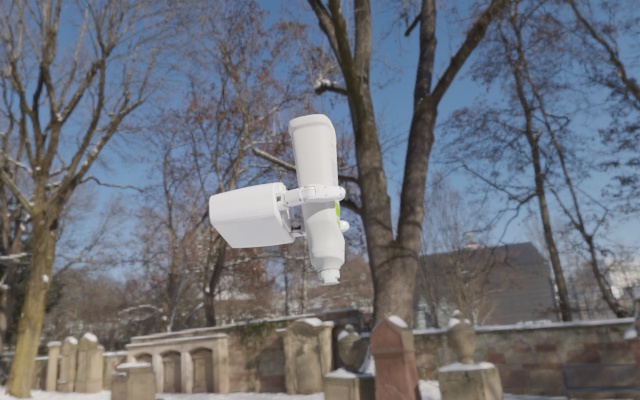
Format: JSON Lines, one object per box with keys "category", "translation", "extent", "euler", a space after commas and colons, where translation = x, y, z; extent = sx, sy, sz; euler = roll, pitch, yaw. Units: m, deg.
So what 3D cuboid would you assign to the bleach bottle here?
{"category": "bleach bottle", "translation": [0.000, 0.002, 0.738], "extent": [0.068, 0.250, 0.102], "euler": [-9, -16, 11]}
